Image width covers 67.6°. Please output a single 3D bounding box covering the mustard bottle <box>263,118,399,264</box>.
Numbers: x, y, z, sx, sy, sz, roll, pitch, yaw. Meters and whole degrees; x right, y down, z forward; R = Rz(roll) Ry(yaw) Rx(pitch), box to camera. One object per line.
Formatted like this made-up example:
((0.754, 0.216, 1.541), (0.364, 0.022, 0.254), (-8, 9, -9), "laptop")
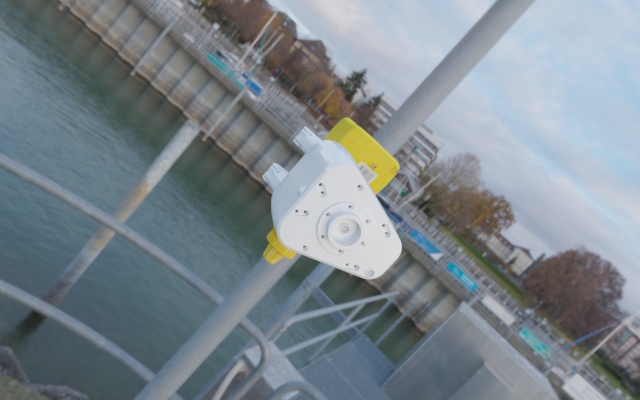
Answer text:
((0.000, 0.002, 0.567), (0.096, 0.191, 0.058), (36, 10, -40), "mustard bottle")
